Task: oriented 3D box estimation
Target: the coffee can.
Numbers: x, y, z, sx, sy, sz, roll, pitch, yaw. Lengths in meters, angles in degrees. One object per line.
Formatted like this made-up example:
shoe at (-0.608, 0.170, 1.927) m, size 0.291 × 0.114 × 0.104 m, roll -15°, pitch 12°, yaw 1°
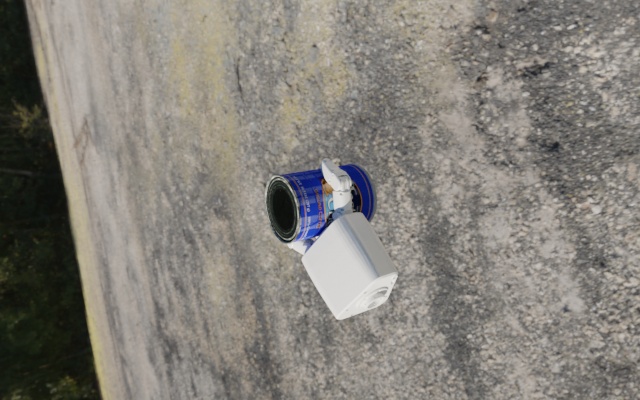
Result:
coffee can at (0.000, 0.002, 0.728) m, size 0.140 × 0.103 × 0.103 m, roll -11°, pitch 6°, yaw -32°
